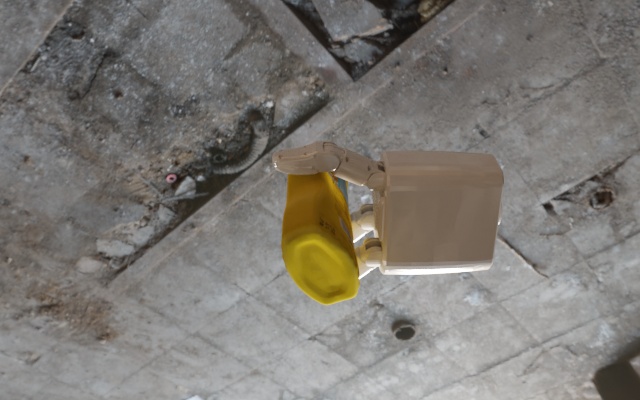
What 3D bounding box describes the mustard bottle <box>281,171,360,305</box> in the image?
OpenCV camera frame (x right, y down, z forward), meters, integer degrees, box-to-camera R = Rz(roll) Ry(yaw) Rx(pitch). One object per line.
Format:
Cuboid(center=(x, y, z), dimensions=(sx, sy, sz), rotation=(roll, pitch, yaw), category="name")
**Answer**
Cuboid(center=(0.000, 0.002, 0.473), dimensions=(0.058, 0.096, 0.191), rotation=(-20, 35, 14), category="mustard bottle")
